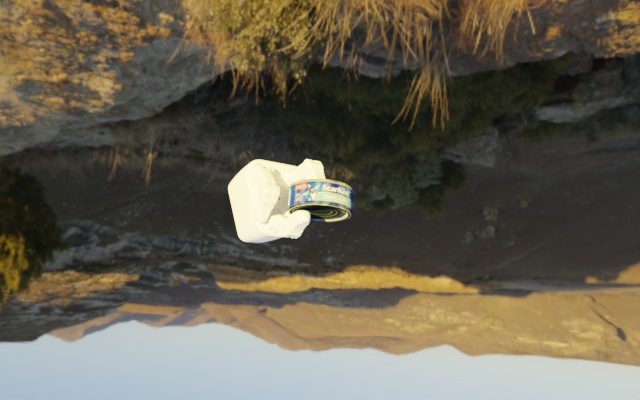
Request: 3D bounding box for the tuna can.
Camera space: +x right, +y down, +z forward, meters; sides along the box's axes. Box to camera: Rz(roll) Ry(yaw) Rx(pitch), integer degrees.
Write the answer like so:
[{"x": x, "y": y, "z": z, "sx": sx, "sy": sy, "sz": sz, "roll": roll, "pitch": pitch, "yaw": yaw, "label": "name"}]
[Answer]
[{"x": 0.000, "y": 0.003, "z": 0.627, "sx": 0.086, "sy": 0.033, "sz": 0.086, "roll": 3, "pitch": -18, "yaw": 1, "label": "tuna can"}]
